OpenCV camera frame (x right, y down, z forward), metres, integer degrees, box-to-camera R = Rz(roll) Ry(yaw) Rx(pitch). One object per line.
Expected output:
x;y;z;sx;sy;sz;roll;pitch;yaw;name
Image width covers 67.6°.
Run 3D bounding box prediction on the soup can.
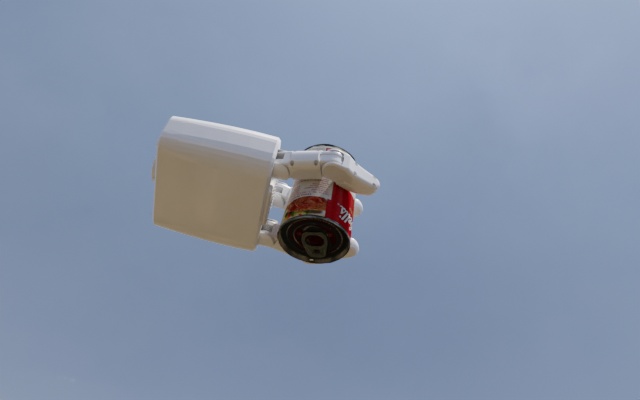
0.001;0.001;0.470;0.068;0.102;0.069;5;-43;5;soup can
